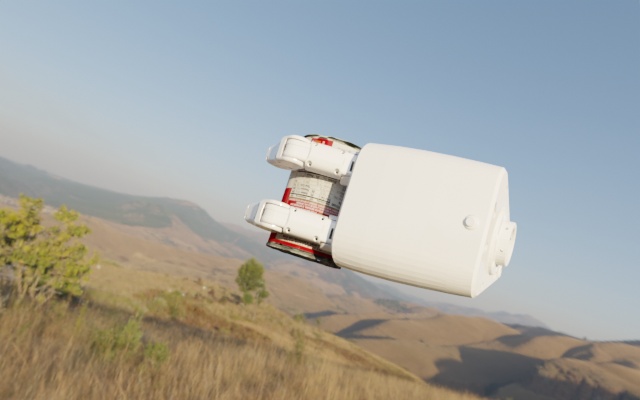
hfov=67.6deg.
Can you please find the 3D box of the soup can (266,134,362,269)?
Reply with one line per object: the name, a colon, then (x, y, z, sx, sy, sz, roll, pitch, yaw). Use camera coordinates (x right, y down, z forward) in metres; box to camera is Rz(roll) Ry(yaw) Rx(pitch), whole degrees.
soup can: (0.000, 0.001, 0.419, 0.068, 0.102, 0.068, 17, -9, 3)
